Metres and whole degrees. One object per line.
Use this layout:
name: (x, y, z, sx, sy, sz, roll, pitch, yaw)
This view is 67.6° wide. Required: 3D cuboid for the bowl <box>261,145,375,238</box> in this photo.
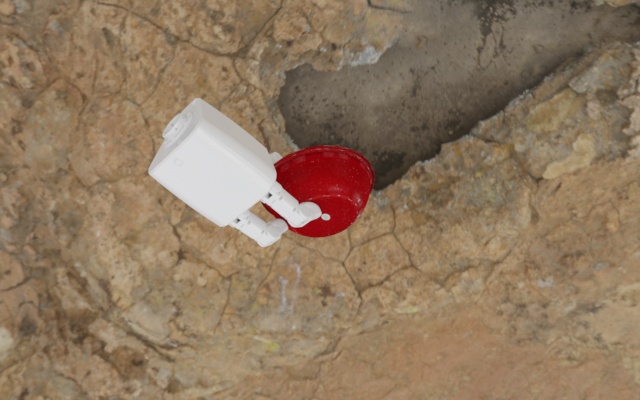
bowl: (0.001, 0.003, 0.644, 0.162, 0.055, 0.162, -8, -39, -6)
